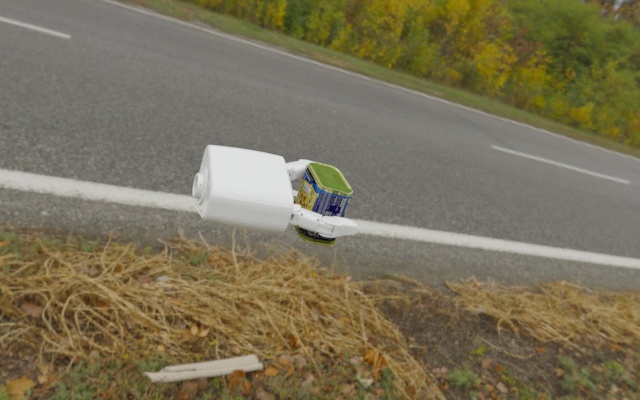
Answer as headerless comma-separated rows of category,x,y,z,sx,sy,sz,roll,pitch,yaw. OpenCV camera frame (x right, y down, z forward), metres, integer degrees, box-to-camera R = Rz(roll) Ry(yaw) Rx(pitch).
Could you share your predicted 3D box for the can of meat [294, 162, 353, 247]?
can of meat,0.000,0.002,0.679,0.057,0.084,0.102,11,24,-21
